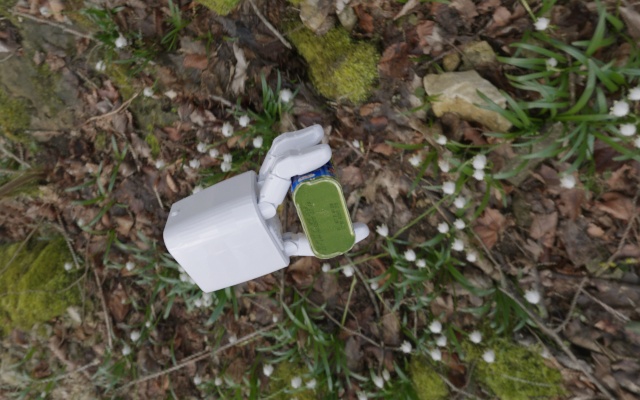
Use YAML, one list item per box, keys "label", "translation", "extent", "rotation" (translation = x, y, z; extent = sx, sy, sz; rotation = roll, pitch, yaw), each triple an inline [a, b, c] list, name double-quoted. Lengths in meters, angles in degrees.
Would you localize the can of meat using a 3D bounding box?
- label: "can of meat"
  translation: [0.000, 0.002, 0.531]
  extent: [0.057, 0.102, 0.084]
  rotation: [-18, 28, 1]
